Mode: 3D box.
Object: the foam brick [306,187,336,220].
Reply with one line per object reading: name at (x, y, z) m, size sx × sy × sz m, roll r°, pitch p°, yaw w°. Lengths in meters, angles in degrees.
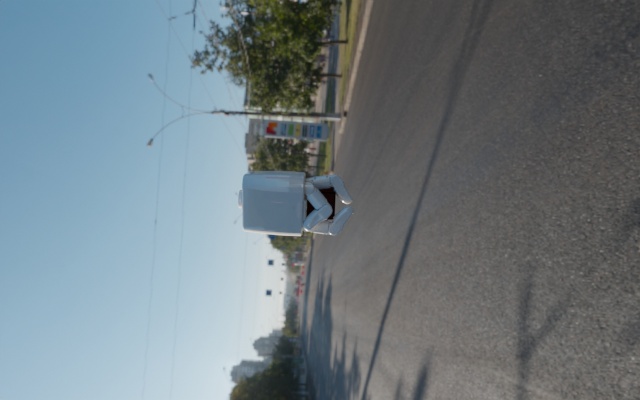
foam brick at (0.000, 0.003, 0.889) m, size 0.051 × 0.053 × 0.078 m, roll 2°, pitch 8°, yaw -1°
